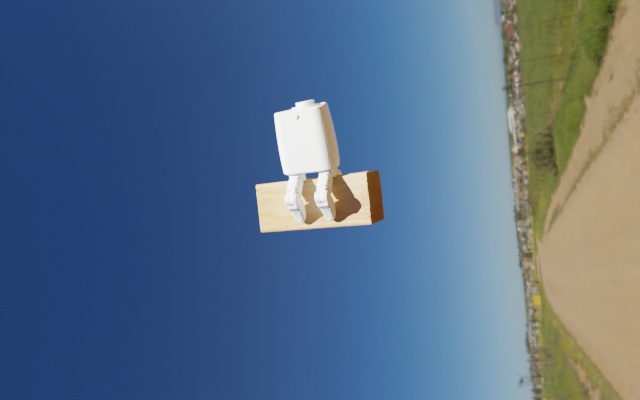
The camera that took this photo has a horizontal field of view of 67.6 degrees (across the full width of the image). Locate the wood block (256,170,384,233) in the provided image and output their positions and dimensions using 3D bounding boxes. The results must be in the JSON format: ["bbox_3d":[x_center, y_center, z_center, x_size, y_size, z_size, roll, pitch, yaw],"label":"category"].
[{"bbox_3d":[0.000,0.002,0.856,0.206,0.090,0.091,-5,3,22],"label":"wood block"}]
